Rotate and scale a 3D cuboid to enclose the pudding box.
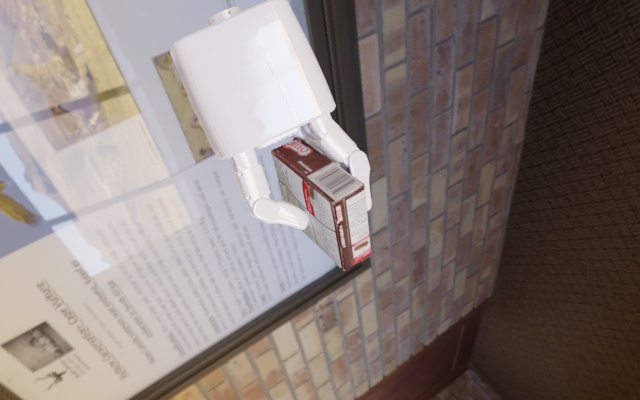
[{"bbox_3d":[0.000,0.002,0.467,0.039,0.090,0.113,-28,43,-19],"label":"pudding box"}]
